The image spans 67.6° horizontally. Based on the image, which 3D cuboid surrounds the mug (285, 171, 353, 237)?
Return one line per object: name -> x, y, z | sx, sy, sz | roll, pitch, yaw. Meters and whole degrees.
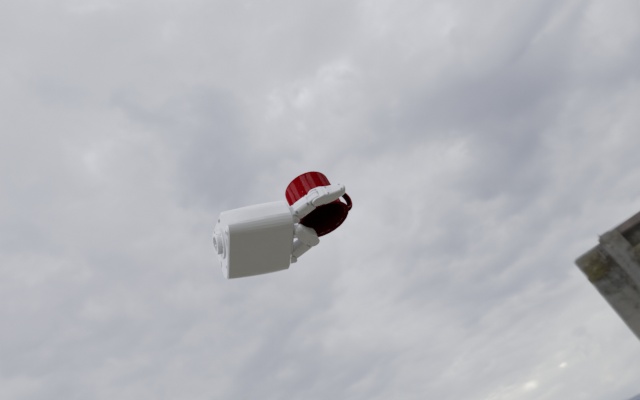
mug -> 0.001, 0.002, 0.823 | 0.117, 0.081, 0.093 | -9, -39, -26
